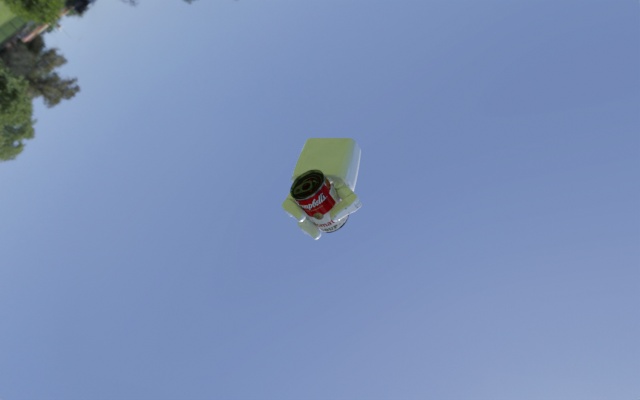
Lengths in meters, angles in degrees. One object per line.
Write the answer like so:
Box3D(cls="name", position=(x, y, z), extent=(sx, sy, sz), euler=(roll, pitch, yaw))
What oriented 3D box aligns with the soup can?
Box3D(cls="soup can", position=(0.000, 0.003, 0.856), extent=(0.068, 0.068, 0.102), euler=(0, -38, 36))
